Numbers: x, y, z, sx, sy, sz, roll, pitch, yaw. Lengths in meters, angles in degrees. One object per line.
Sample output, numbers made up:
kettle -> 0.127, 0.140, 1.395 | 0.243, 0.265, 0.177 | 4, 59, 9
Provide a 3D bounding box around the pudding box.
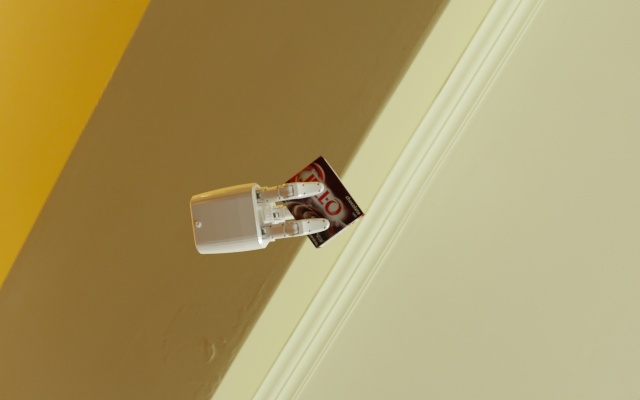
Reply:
pudding box -> 0.000, 0.002, 0.727 | 0.090, 0.113, 0.039 | -37, -6, 7
